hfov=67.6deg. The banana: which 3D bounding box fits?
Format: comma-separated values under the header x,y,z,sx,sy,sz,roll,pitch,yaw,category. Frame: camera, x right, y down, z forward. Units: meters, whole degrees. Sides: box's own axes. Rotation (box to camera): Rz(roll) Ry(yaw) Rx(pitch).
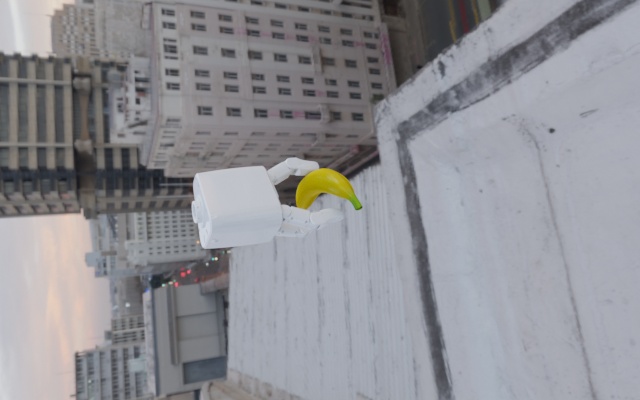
x,y,z,sx,sy,sz,roll,pitch,yaw,category
-0.001,-0.016,0.770,0.037,0.069,0.198,-11,4,-26,banana
